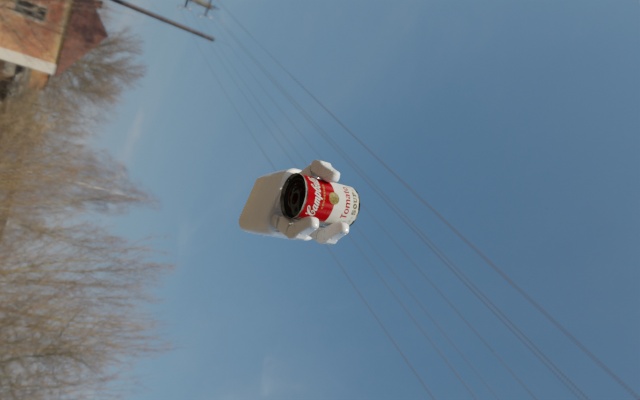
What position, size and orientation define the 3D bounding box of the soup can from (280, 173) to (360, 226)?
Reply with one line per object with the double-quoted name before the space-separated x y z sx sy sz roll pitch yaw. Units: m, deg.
"soup can" 0.001 0.002 0.714 0.102 0.068 0.068 13 -7 -35
